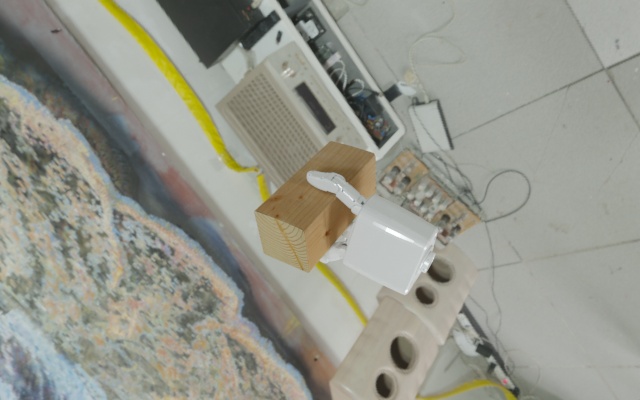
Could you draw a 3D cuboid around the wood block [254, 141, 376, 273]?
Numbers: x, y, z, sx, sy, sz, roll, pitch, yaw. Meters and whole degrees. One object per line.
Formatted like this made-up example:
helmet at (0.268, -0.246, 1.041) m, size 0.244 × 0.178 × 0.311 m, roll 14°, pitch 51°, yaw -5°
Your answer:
wood block at (0.000, 0.002, 0.755) m, size 0.090 × 0.091 × 0.206 m, roll 20°, pitch 46°, yaw 28°
